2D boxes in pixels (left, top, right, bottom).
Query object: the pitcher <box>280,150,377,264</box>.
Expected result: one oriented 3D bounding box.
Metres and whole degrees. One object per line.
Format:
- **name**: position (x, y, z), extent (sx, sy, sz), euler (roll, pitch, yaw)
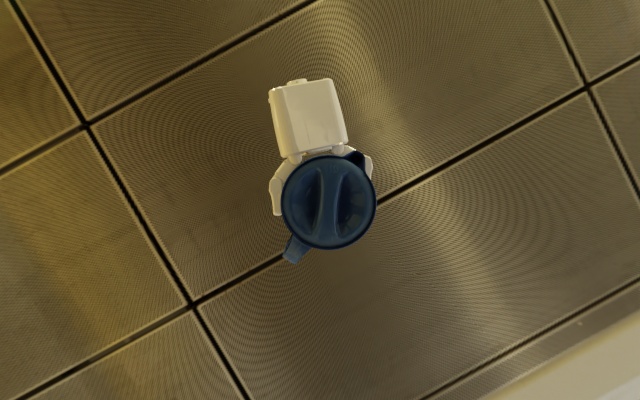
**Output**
- **pitcher**: position (0.000, 0.002, 0.770), extent (0.149, 0.145, 0.243), euler (-13, 5, -1)
